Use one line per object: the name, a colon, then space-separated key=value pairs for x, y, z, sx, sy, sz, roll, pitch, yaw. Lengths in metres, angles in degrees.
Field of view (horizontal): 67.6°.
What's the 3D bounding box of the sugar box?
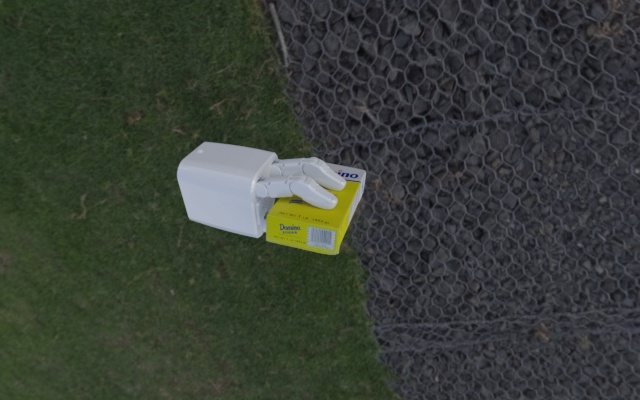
sugar box: x=0.000 y=0.002 z=0.644 sx=0.093 sy=0.048 sz=0.176 roll=11 pitch=32 yaw=10
